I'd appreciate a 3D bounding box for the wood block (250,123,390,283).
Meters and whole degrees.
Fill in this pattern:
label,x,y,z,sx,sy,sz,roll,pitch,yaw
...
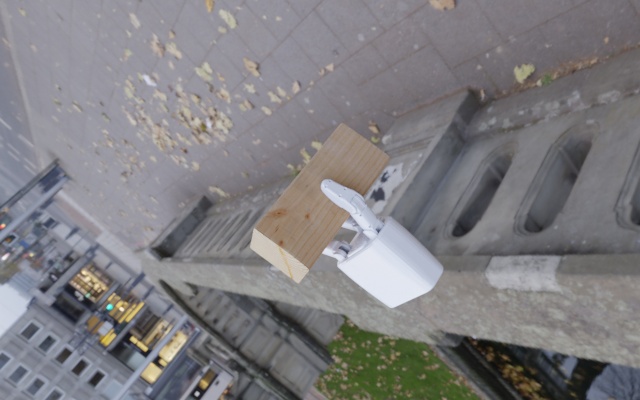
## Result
label,x,y,z,sx,sy,sz,roll,pitch,yaw
wood block,0.000,0.002,0.681,0.090,0.206,0.091,36,-24,3
